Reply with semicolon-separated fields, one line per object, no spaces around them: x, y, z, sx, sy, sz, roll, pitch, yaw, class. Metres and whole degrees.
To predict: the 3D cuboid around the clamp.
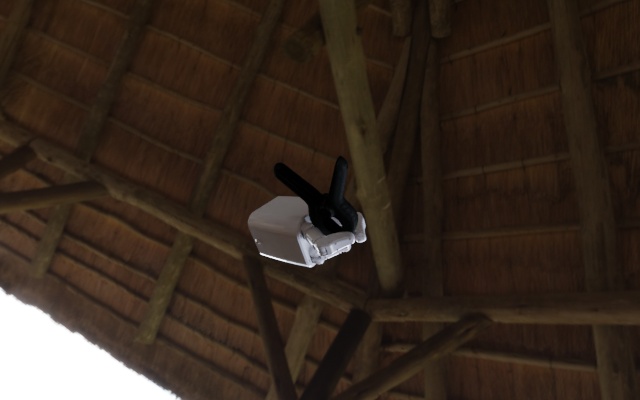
0.001;0.002;0.724;0.120;0.172;0.039;9;43;30;clamp
